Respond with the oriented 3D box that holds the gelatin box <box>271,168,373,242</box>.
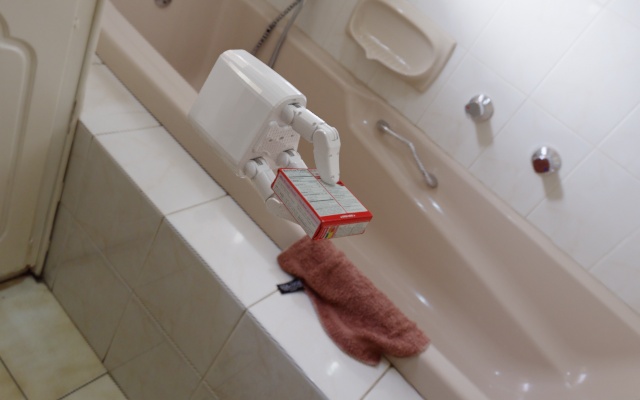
[{"bbox_3d":[0.000,0.002,0.507,0.073,0.030,0.089,-4,42,-42],"label":"gelatin box"}]
